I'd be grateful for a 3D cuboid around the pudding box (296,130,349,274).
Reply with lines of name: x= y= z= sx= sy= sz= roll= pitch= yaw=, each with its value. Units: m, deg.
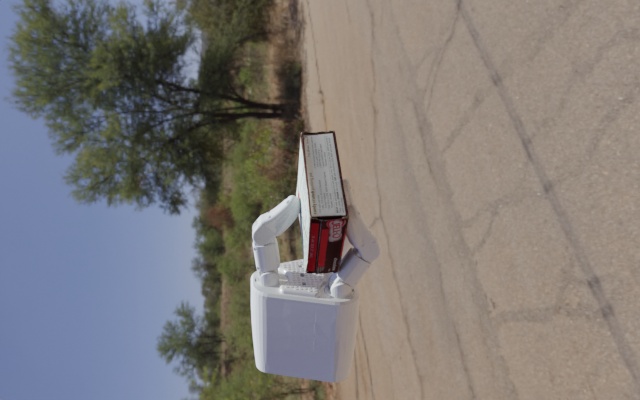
pudding box: x=0.000 y=0.002 z=0.468 sx=0.039 sy=0.113 sz=0.090 roll=-3 pitch=-40 yaw=-8
